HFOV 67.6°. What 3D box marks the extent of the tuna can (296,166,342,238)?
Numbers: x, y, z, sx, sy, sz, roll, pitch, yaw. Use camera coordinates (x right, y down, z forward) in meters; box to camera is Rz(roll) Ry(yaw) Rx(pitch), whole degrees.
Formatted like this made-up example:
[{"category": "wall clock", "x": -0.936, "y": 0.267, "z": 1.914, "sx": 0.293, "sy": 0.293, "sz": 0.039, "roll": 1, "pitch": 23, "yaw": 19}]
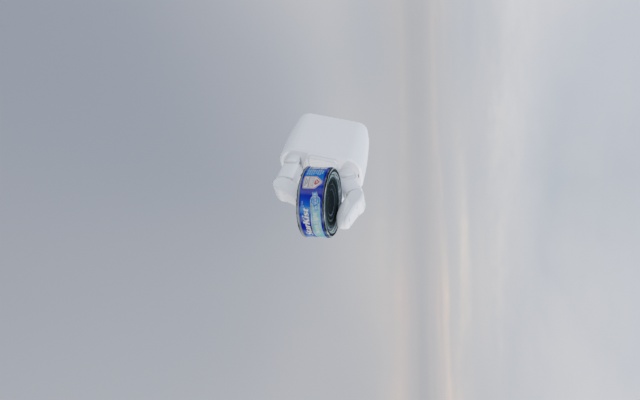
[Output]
[{"category": "tuna can", "x": 0.001, "y": 0.002, "z": 0.570, "sx": 0.034, "sy": 0.086, "sz": 0.086, "roll": 2, "pitch": 1, "yaw": 16}]
